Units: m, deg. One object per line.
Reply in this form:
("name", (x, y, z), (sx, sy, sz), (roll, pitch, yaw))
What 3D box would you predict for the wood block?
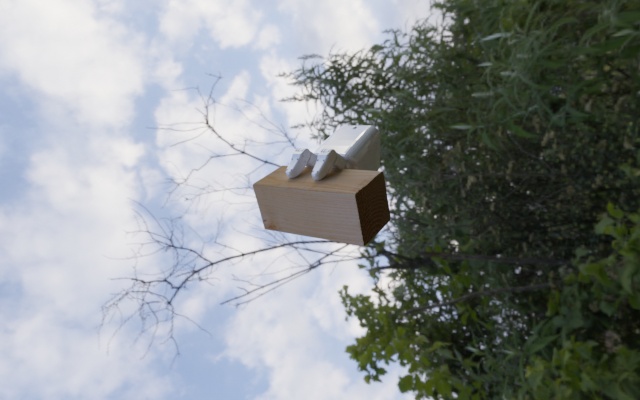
("wood block", (0.000, 0.003, 0.794), (0.206, 0.091, 0.090), (6, 30, 36))
